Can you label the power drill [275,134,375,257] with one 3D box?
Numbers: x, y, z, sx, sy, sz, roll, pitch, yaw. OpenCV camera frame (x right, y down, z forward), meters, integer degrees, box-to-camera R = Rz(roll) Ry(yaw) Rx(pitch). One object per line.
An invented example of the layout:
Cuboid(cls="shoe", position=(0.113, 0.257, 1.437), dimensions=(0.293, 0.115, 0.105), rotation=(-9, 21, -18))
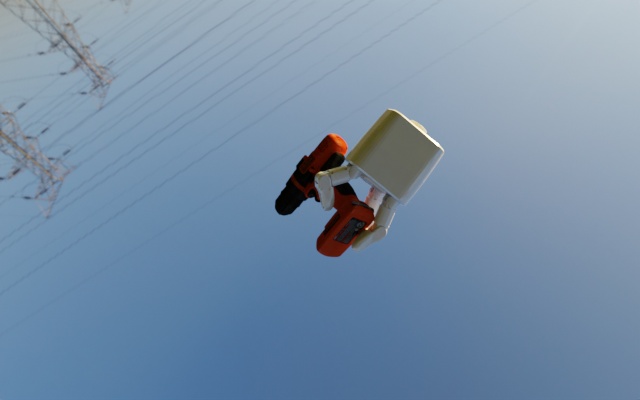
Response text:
Cuboid(cls="power drill", position=(0.000, 0.003, 0.805), dimensions=(0.057, 0.184, 0.187), rotation=(18, 32, -39))
